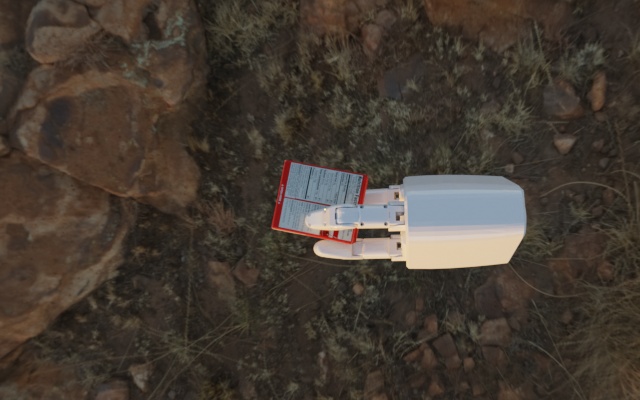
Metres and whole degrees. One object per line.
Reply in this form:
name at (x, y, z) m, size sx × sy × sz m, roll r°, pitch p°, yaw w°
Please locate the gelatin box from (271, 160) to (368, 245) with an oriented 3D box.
gelatin box at (0.000, 0.002, 0.498) m, size 0.089 × 0.073 × 0.030 m, roll 11°, pitch 0°, yaw 7°
